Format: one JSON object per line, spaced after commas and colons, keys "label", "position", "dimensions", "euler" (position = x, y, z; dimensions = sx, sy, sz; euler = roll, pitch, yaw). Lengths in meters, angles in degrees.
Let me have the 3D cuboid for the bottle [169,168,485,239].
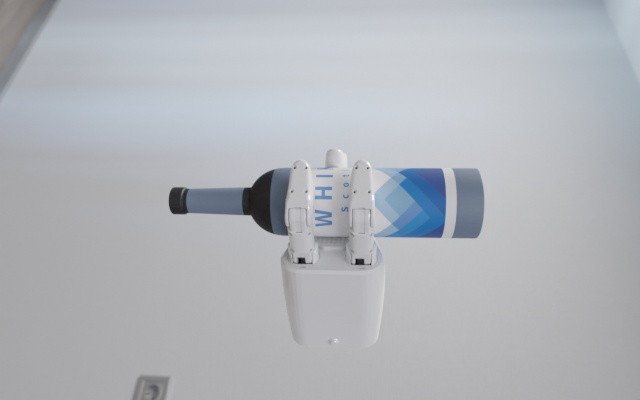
{"label": "bottle", "position": [0.000, 0.001, 0.463], "dimensions": [0.296, 0.069, 0.069], "euler": [0, 0, 5]}
